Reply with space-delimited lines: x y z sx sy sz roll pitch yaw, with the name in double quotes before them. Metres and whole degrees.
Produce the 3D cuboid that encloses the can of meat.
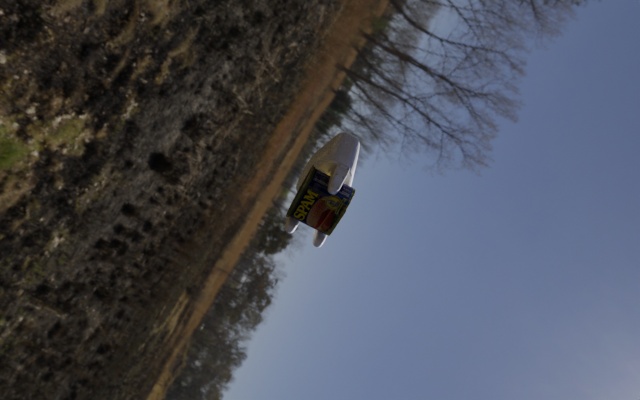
"can of meat" 0.000 0.003 0.814 0.084 0.102 0.057 27 39 -6
